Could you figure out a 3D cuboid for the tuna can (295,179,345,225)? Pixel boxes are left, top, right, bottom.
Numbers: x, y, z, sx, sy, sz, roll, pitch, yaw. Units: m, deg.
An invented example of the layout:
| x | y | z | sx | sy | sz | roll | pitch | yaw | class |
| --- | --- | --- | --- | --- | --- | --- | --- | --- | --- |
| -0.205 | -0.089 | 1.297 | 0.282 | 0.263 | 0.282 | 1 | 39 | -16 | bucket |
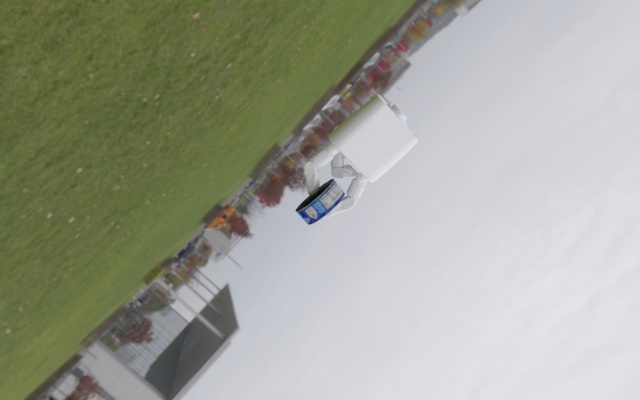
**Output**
| x | y | z | sx | sy | sz | roll | pitch | yaw | class |
| --- | --- | --- | --- | --- | --- | --- | --- | --- | --- |
| 0.000 | 0.003 | 0.815 | 0.086 | 0.034 | 0.086 | -39 | 8 | 7 | tuna can |
